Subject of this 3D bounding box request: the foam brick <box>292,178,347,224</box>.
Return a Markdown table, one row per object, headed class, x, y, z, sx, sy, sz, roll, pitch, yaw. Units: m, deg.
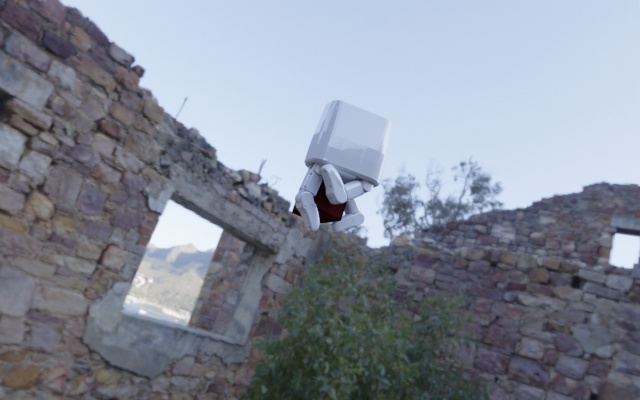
| class | x | y | z | sx | sy | sz | roll | pitch | yaw |
| --- | --- | --- | --- | --- | --- | --- | --- | --- | --- |
| foam brick | 0.000 | 0.003 | 0.753 | 0.053 | 0.051 | 0.078 | 24 | -17 | -25 |
